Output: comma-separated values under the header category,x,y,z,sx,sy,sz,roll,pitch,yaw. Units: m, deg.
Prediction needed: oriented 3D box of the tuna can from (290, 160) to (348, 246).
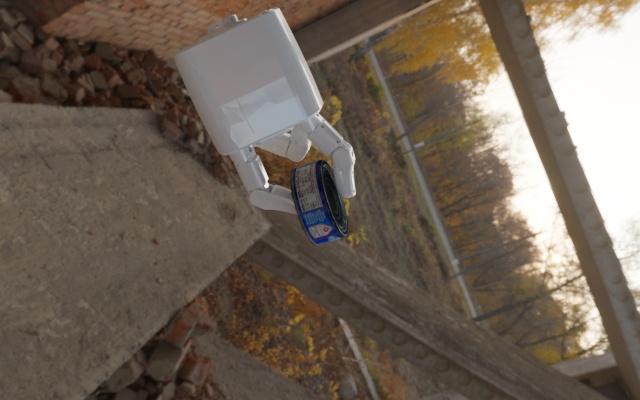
category,x,y,z,sx,sy,sz,roll,pitch,yaw
tuna can,0.001,0.002,0.498,0.034,0.086,0.086,-17,-4,13
